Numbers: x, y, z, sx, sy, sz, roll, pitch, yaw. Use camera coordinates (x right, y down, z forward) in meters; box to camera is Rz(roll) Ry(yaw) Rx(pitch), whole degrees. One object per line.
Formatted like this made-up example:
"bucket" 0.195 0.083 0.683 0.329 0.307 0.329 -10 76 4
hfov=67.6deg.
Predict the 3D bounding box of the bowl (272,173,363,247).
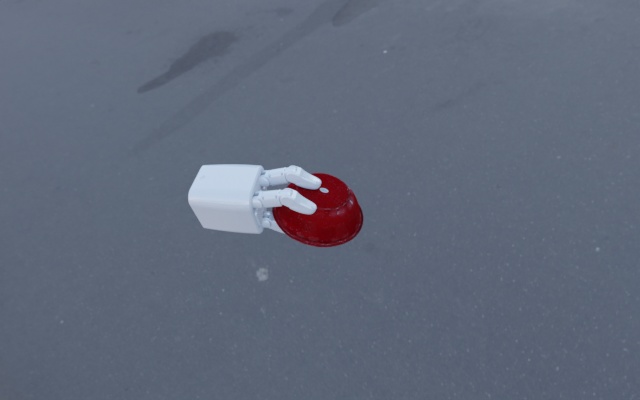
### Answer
"bowl" 0.002 0.002 0.820 0.162 0.055 0.162 7 42 -6
